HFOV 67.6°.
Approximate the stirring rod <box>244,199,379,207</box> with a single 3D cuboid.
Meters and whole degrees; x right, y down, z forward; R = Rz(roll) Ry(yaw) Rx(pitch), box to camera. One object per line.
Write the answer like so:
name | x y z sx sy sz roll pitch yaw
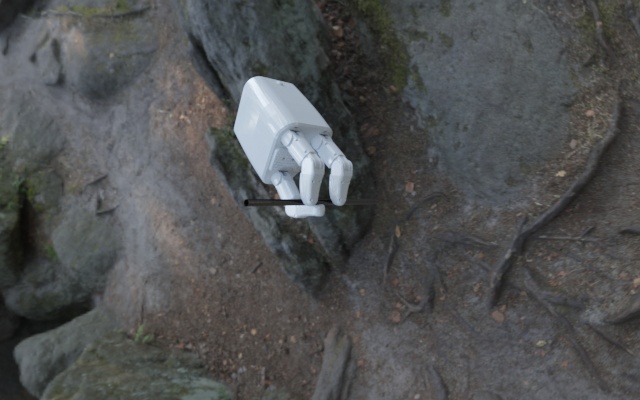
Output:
stirring rod | 0.000 0.002 0.615 0.011 0.011 0.239 0 0 43
